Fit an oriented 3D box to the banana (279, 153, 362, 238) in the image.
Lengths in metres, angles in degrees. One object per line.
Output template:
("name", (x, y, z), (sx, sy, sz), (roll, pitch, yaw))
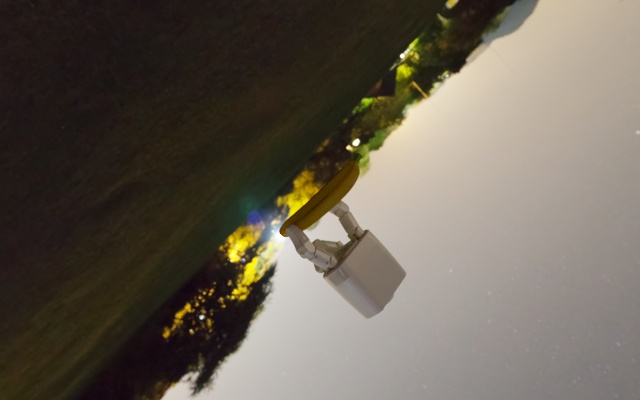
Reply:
("banana", (0.000, 0.004, 0.784), (0.198, 0.037, 0.069), (-43, 4, 13))
